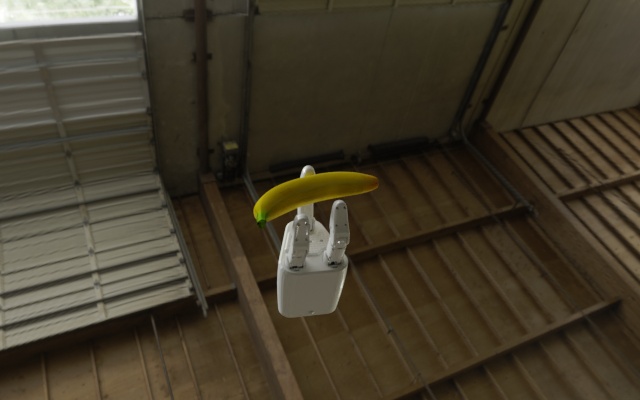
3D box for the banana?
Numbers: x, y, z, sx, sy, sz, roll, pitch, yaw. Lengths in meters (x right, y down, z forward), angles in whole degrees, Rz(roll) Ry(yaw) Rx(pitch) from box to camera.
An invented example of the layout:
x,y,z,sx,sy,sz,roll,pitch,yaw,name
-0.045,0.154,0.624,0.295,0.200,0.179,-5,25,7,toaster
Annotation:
x,y,z,sx,sy,sz,roll,pitch,yaw,name
-0.014,-0.006,0.640,0.198,0.037,0.069,-21,42,-32,banana
